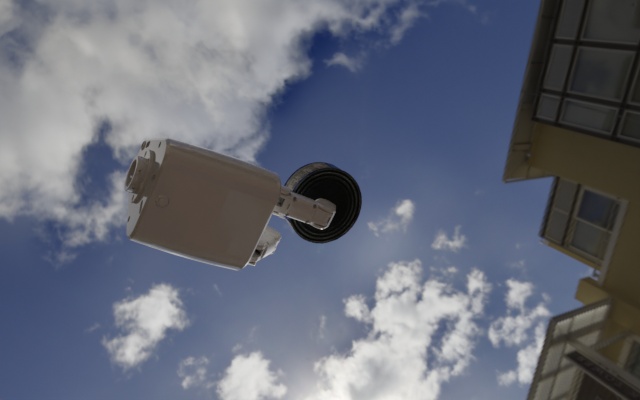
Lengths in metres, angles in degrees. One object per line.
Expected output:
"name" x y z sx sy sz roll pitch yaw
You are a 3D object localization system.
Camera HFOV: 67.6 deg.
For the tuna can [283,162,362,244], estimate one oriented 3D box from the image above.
"tuna can" 0.000 0.002 0.526 0.086 0.086 0.033 0 19 -24
